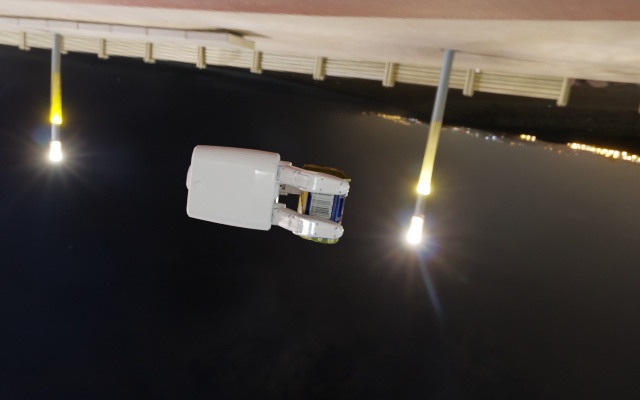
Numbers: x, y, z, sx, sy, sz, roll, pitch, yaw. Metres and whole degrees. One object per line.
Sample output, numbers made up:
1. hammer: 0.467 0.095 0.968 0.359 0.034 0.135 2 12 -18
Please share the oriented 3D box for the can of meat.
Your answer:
1. can of meat: 0.000 0.002 0.631 0.057 0.084 0.102 8 11 -7
